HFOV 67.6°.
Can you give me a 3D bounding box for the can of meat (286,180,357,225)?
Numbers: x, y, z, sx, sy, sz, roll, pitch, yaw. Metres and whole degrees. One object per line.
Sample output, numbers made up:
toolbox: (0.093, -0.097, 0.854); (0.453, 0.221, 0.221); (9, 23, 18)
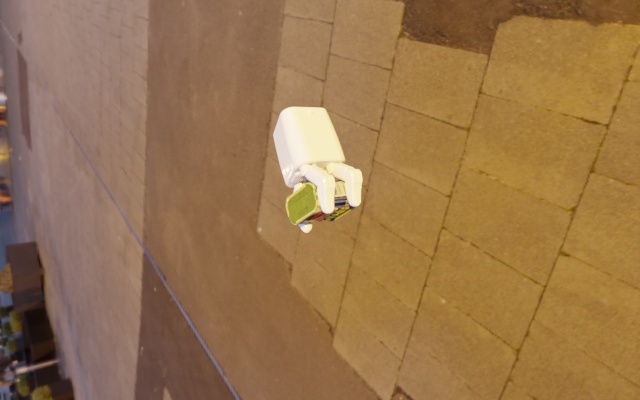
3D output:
can of meat: (0.000, 0.003, 0.815); (0.084, 0.057, 0.102); (-6, -17, -35)
